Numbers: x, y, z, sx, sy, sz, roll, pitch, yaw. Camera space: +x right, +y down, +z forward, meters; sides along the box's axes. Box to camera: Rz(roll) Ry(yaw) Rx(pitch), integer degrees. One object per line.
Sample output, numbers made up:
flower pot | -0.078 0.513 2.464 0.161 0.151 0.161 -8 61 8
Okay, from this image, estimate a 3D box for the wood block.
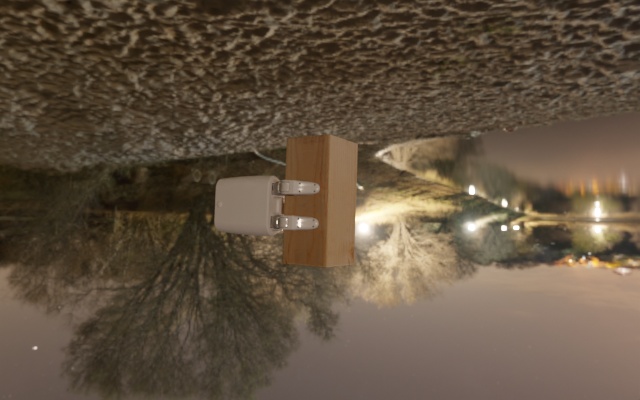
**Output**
wood block | 0.000 0.003 0.793 0.090 0.206 0.091 0 -4 34
